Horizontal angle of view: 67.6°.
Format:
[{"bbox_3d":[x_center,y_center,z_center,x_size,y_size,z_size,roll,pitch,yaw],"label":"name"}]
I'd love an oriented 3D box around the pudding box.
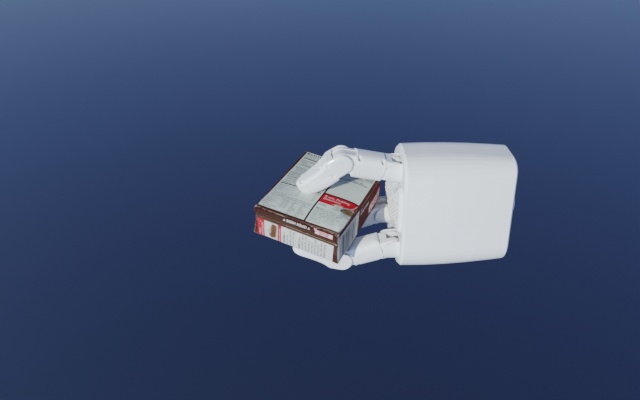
[{"bbox_3d":[0.000,0.001,0.475,0.090,0.039,0.113,18,39,18],"label":"pudding box"}]
